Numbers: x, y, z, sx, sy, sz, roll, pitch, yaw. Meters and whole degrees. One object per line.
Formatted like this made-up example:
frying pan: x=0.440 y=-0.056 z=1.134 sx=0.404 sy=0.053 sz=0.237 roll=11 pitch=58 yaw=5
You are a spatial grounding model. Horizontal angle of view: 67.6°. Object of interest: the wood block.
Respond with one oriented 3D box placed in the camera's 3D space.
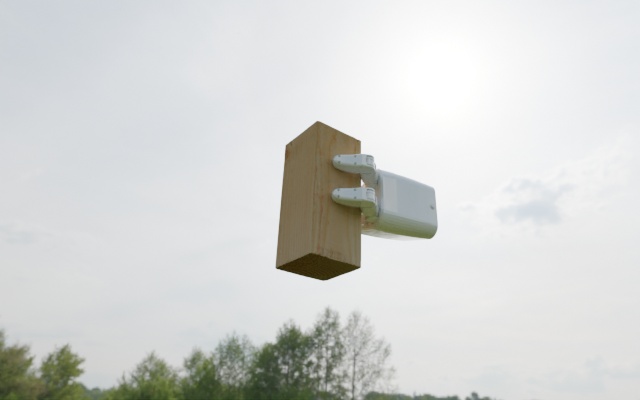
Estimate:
wood block: x=0.000 y=0.002 z=0.706 sx=0.090 sy=0.206 sz=0.091 roll=20 pitch=-31 yaw=-31
